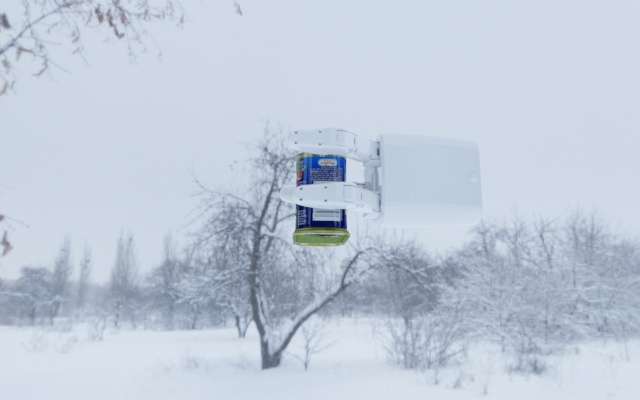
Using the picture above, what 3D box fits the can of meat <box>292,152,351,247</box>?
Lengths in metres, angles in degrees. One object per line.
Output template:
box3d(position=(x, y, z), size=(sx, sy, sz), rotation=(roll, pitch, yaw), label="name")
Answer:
box3d(position=(0.000, 0.001, 0.507), size=(0.057, 0.084, 0.102), rotation=(1, -12, -2), label="can of meat")
